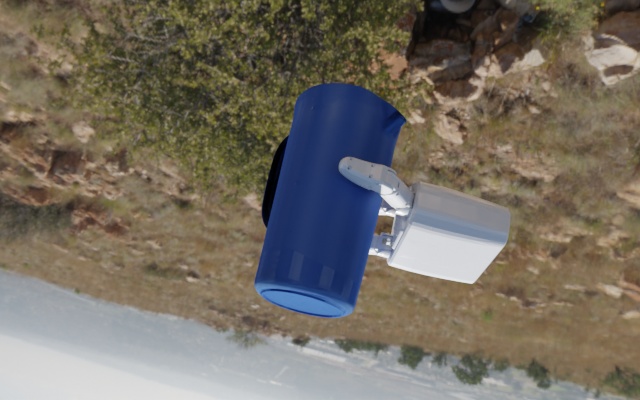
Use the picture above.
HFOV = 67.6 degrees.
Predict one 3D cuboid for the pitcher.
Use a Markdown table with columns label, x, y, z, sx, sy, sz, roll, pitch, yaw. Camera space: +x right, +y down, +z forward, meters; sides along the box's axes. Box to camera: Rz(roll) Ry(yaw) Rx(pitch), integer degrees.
| label | x | y | z | sx | sy | sz | roll | pitch | yaw |
| --- | --- | --- | --- | --- | --- | --- | --- | --- | --- |
| pitcher | 0.000 | 0.002 | 0.547 | 0.145 | 0.242 | 0.149 | 15 | -24 | -2 |
